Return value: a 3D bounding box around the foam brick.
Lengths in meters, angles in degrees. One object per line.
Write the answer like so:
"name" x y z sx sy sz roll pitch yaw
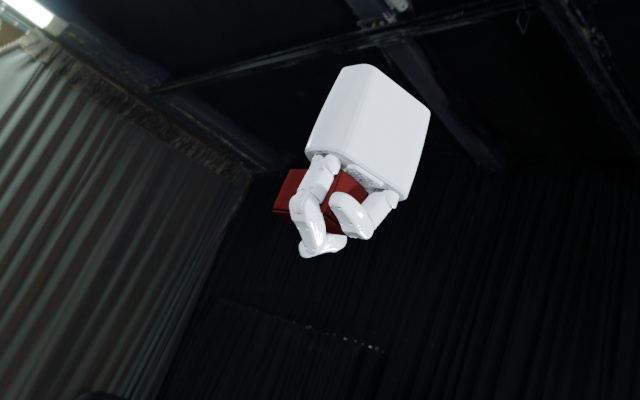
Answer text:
"foam brick" 0.000 0.002 0.501 0.078 0.051 0.053 4 -23 43
